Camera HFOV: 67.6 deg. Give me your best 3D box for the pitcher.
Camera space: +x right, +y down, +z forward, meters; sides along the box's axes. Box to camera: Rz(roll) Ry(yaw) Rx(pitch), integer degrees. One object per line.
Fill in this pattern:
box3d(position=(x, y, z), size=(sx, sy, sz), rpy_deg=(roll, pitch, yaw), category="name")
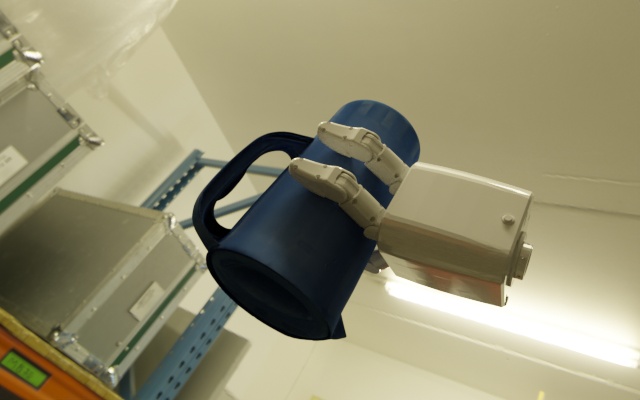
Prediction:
box3d(position=(0.000, 0.002, 0.480), size=(0.145, 0.242, 0.149), rpy_deg=(16, -36, 27), category="pitcher")
